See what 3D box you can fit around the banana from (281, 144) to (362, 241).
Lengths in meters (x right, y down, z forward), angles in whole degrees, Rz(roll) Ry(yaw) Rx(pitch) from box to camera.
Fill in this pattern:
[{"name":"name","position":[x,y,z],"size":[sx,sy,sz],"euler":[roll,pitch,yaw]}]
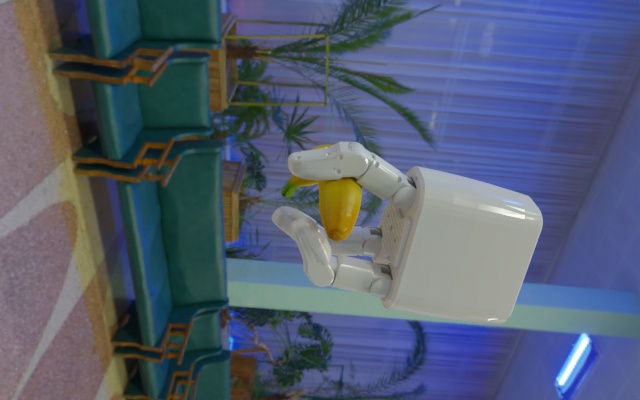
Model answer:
[{"name":"banana","position":[0.006,-0.017,0.429],"size":[0.037,0.069,0.197],"euler":[19,4,-15]}]
